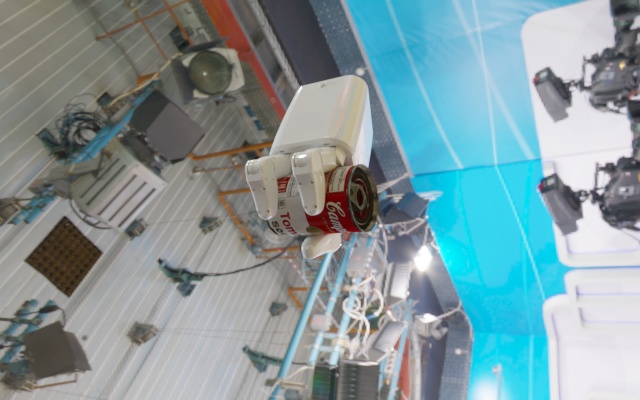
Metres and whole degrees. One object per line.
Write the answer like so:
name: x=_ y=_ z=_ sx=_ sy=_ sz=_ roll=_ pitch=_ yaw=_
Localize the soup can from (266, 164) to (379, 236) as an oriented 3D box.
soup can: x=0.000 y=0.002 z=0.495 sx=0.102 sy=0.068 sz=0.068 roll=-5 pitch=-3 yaw=29
